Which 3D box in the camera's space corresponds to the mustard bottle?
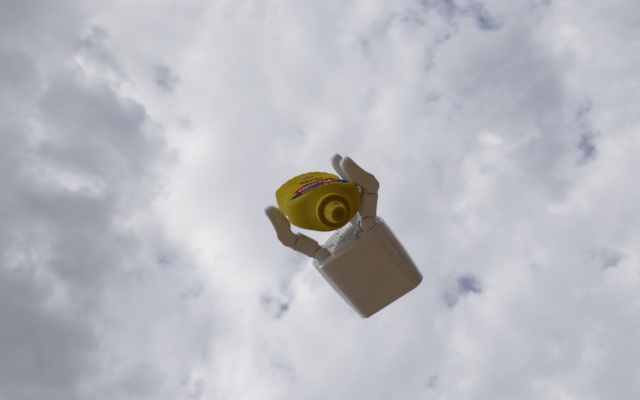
[{"bbox_3d":[0.000,0.002,0.621,0.096,0.058,0.191,-15,12,-10],"label":"mustard bottle"}]
